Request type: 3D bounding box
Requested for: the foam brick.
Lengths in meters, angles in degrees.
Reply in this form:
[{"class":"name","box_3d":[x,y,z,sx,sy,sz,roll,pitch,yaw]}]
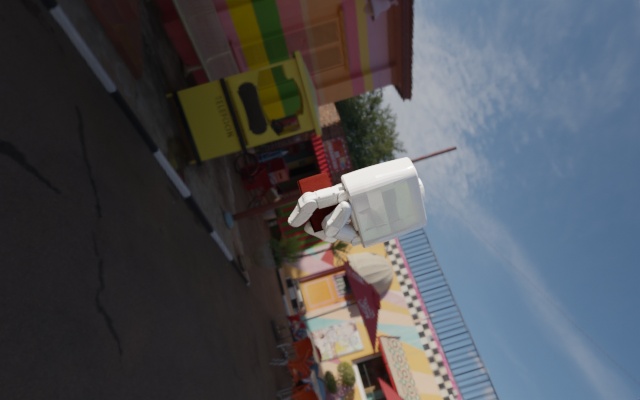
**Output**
[{"class":"foam brick","box_3d":[0.000,0.002,0.764,0.051,0.053,0.078,-19,43,0]}]
